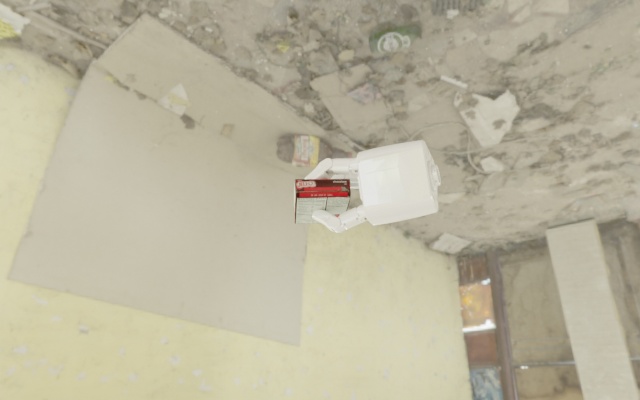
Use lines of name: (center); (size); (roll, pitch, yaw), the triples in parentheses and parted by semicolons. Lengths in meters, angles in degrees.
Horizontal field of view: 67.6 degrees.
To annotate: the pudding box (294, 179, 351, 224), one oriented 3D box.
pudding box: (0.000, 0.003, 0.803); (0.090, 0.039, 0.113); (0, -27, -4)
